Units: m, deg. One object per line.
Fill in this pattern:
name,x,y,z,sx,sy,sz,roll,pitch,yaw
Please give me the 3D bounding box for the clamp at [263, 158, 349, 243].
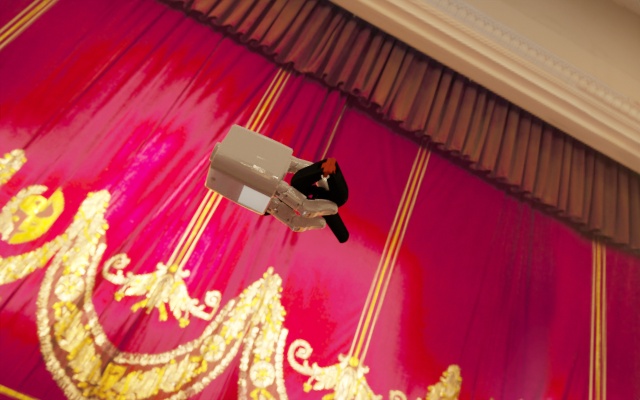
clamp,0.000,0.002,0.784,0.164,0.036,0.210,23,-32,-9
